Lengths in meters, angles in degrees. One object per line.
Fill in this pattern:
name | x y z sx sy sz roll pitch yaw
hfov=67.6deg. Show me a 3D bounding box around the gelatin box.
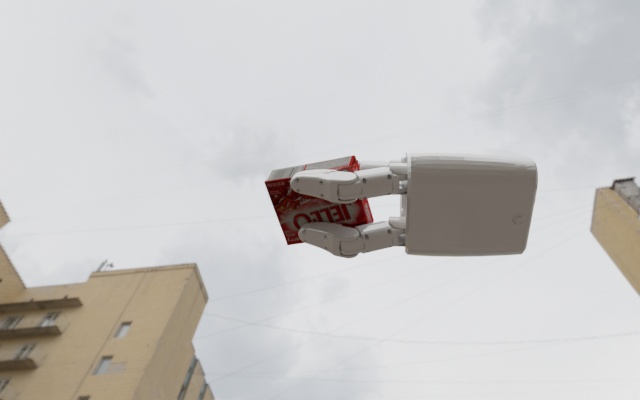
gelatin box | 0.000 0.001 0.458 0.089 0.073 0.030 -9 27 18
